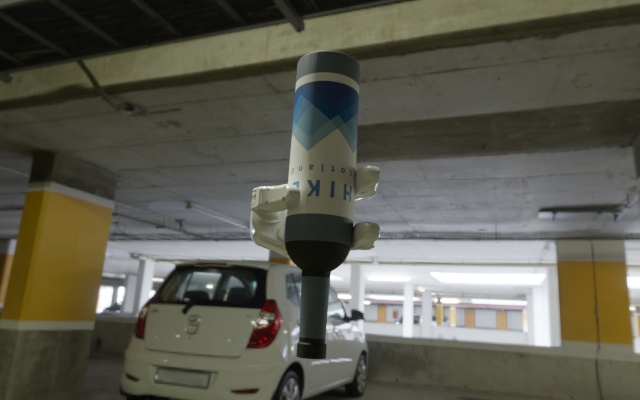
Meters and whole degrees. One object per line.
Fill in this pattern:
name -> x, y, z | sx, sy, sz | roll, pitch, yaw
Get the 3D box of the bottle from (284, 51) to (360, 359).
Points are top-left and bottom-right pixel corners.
bottle -> 0.000, 0.001, 0.472 | 0.069, 0.295, 0.069 | 3, -13, 1
